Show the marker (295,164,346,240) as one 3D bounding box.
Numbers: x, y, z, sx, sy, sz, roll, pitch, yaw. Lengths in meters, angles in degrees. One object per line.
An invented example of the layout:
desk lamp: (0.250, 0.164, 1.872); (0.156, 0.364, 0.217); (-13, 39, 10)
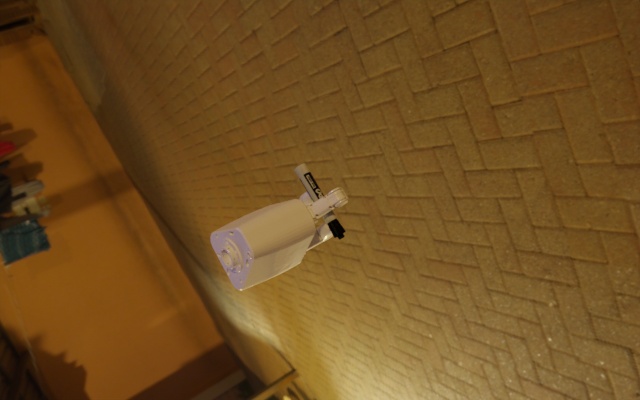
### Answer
marker: (0.000, 0.002, 0.685); (0.020, 0.121, 0.020); (-30, -9, -5)
